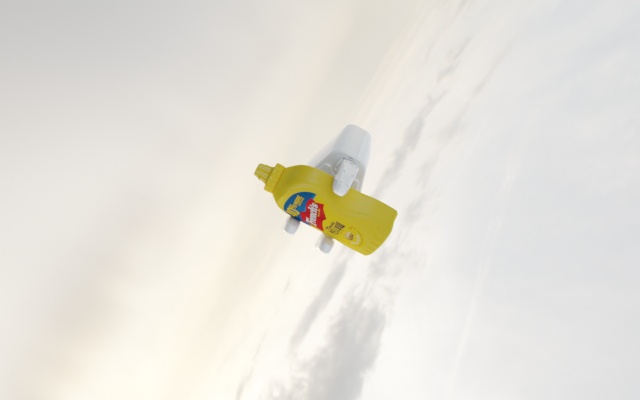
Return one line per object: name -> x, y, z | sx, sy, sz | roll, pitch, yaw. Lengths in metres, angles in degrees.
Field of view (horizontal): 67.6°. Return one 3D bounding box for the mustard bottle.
mustard bottle -> 0.000, 0.002, 0.638 | 0.191, 0.058, 0.096 | 28, -31, -4
